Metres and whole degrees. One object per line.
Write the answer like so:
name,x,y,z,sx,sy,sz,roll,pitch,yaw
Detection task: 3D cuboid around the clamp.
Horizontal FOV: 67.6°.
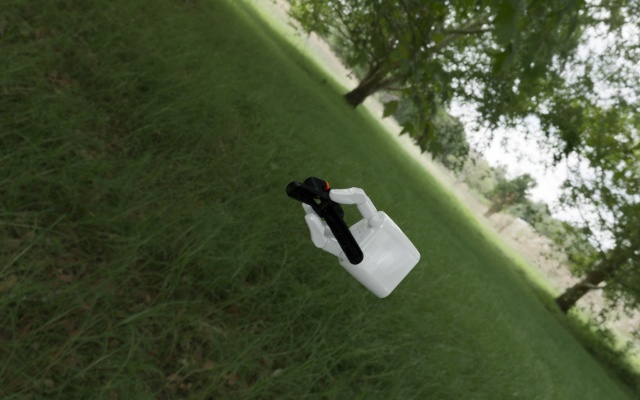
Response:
clamp,0.001,0.002,0.792,0.036,0.164,0.210,-39,22,10
